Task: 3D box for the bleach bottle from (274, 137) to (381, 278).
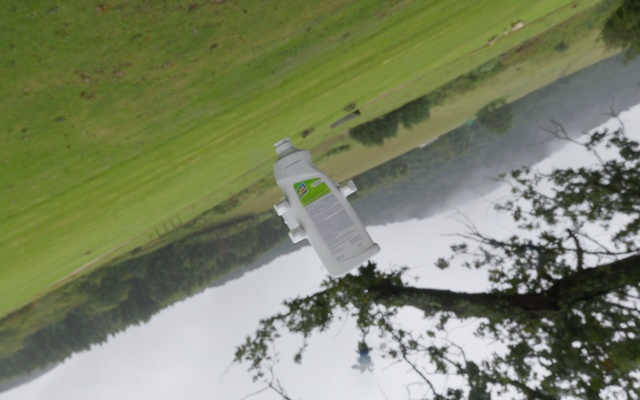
[{"bbox_3d":[0.000,0.003,0.830,0.102,0.251,0.068,-30,1,-17],"label":"bleach bottle"}]
